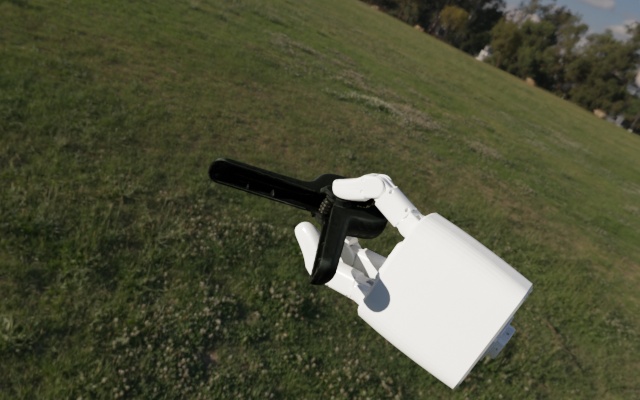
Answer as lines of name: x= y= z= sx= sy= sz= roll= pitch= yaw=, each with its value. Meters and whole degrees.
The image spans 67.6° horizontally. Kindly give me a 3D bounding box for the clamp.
clamp: x=0.001 y=0.001 z=0.486 sx=0.164 sy=0.036 sz=0.210 roll=40 pitch=28 yaw=22
